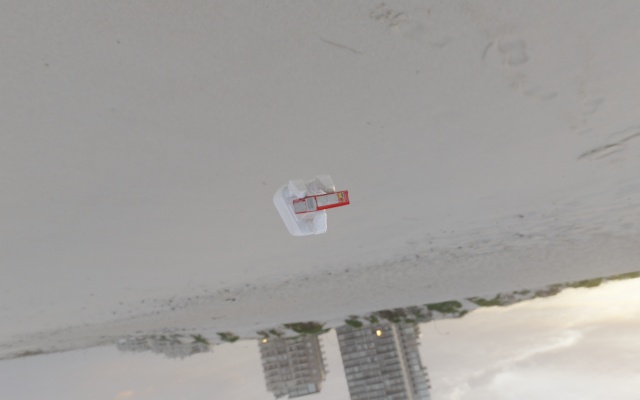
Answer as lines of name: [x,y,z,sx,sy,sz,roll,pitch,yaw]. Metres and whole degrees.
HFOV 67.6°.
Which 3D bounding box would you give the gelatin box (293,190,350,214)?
gelatin box: [0.000,0.003,0.893,0.073,0.030,0.089,-10,0,-30]
